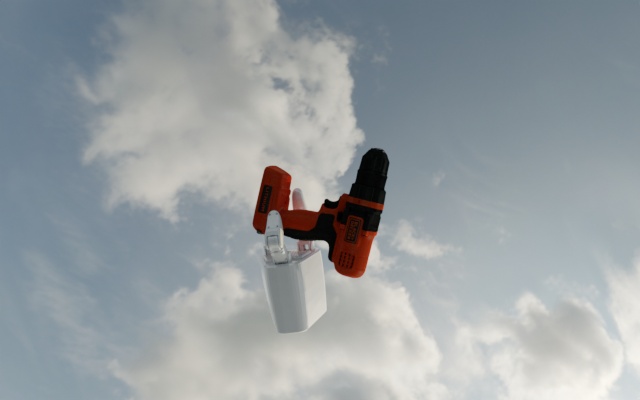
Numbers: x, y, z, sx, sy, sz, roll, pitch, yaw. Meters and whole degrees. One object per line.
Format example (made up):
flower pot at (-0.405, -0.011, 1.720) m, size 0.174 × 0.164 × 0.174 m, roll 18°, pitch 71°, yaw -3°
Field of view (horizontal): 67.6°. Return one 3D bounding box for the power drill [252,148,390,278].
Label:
power drill at (0.000, 0.002, 0.695) m, size 0.187 × 0.184 × 0.057 m, roll 14°, pitch 1°, yaw 27°
